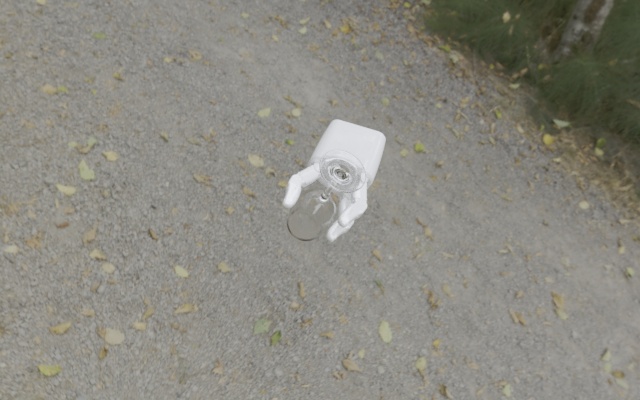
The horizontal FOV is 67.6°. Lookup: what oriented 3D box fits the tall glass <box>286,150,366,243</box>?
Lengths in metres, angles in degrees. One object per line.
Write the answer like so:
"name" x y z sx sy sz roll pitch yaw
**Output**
"tall glass" 0.000 0.002 0.785 0.079 0.079 0.201 0 -28 -23
